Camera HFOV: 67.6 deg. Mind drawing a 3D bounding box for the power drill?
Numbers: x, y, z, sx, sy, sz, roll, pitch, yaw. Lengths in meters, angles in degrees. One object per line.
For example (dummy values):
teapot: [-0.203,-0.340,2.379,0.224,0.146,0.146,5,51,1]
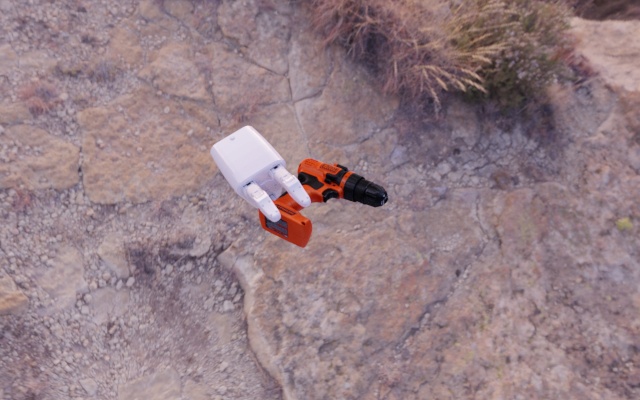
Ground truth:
power drill: [0.000,0.003,0.827,0.184,0.057,0.187,21,41,29]
